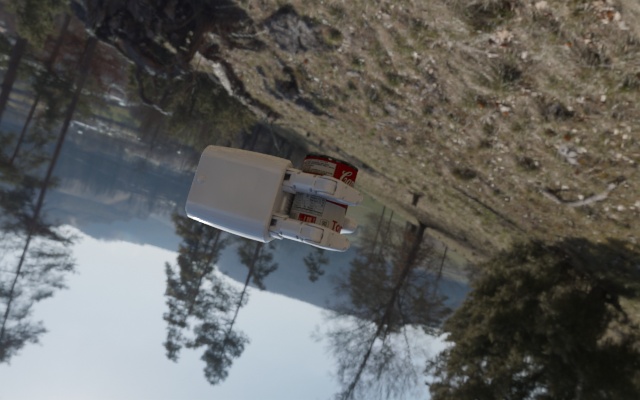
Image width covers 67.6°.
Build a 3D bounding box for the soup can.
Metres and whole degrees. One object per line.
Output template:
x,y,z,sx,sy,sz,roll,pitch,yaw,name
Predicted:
0.001,0.002,0.579,0.068,0.102,0.068,16,-7,2,soup can
